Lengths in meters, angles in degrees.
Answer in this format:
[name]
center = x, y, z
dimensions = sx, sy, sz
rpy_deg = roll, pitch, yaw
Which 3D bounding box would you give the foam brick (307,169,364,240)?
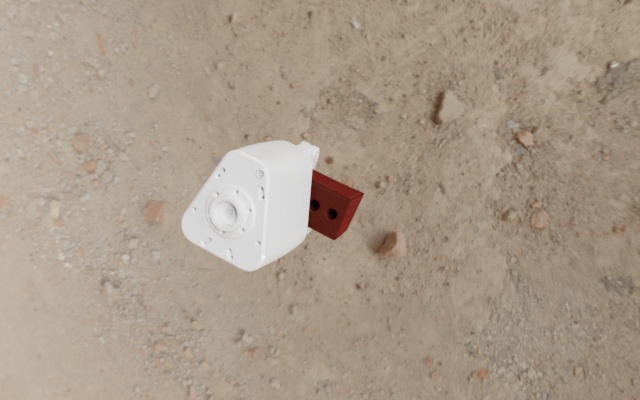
[foam brick]
center = 0.000, 0.002, 0.546
dimensions = 0.078, 0.053, 0.051
rpy_deg = 26, 17, 13
